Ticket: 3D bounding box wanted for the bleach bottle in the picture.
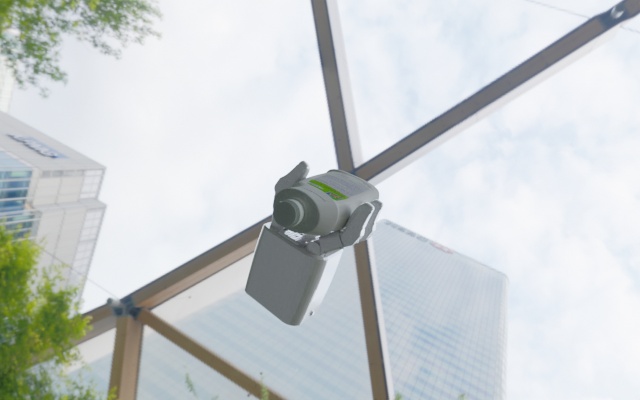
[{"bbox_3d":[0.000,0.002,0.641,0.102,0.068,0.251,24,13,19],"label":"bleach bottle"}]
